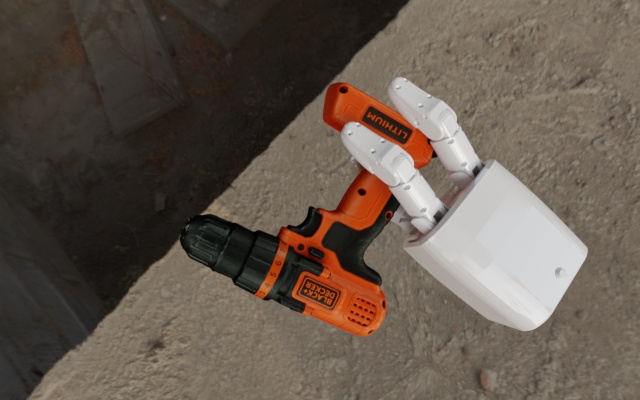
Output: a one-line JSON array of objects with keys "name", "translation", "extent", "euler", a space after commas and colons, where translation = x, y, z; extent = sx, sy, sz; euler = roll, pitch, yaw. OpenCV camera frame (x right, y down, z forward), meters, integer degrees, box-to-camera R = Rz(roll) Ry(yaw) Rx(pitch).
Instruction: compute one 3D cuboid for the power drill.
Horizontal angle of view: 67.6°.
[{"name": "power drill", "translation": [0.001, 0.001, 0.402], "extent": [0.184, 0.187, 0.057], "euler": [27, -1, -14]}]
